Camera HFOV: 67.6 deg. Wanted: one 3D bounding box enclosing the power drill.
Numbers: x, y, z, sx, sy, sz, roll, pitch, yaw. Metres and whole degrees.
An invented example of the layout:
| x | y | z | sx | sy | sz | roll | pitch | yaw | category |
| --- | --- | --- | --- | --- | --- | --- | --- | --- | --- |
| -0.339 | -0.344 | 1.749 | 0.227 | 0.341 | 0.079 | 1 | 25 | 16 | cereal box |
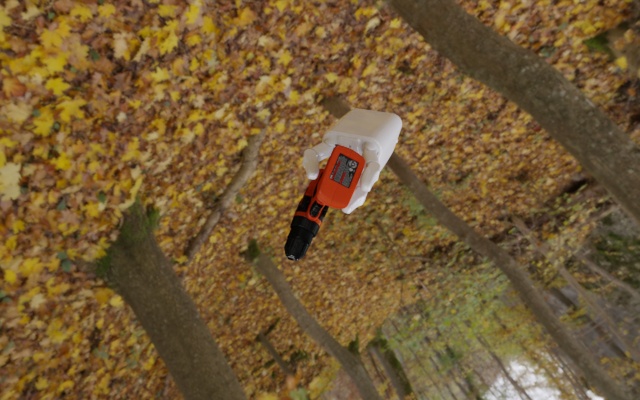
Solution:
| x | y | z | sx | sy | sz | roll | pitch | yaw | category |
| --- | --- | --- | --- | --- | --- | --- | --- | --- | --- |
| 0.000 | 0.002 | 0.801 | 0.057 | 0.184 | 0.188 | 25 | -24 | -10 | power drill |
